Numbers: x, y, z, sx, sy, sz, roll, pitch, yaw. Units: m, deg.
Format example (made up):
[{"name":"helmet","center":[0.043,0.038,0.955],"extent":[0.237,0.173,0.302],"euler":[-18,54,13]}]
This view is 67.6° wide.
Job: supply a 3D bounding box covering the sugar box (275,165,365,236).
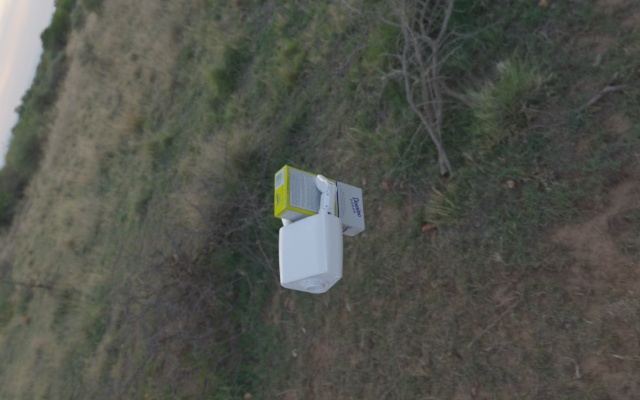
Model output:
[{"name":"sugar box","center":[0.000,0.003,0.895],"extent":[0.176,0.093,0.048],"euler":[18,-34,-32]}]
